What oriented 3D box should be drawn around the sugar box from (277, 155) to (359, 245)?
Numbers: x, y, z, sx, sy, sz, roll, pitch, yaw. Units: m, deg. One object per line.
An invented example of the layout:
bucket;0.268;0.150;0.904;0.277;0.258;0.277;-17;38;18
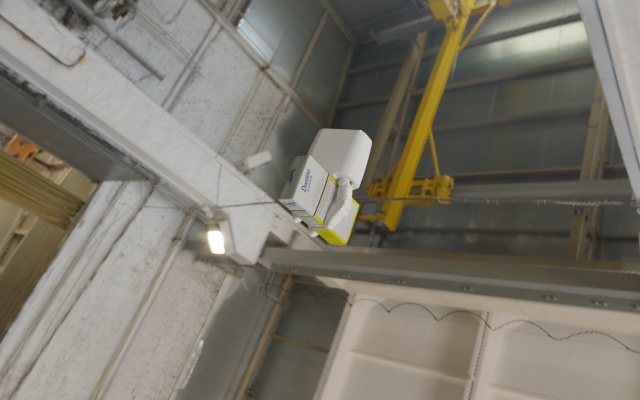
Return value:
sugar box;0.000;0.003;0.885;0.048;0.093;0.176;-3;-34;41
